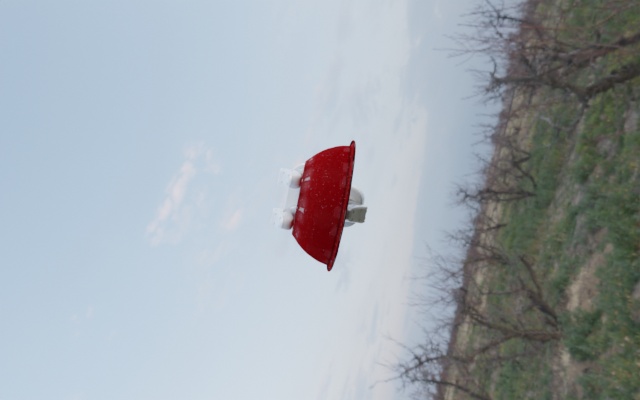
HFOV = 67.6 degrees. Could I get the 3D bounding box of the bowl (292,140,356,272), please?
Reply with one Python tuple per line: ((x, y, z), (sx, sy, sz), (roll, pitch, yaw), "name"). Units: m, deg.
((0.000, 0.002, 0.578), (0.055, 0.162, 0.162), (11, -1, -2), "bowl")
